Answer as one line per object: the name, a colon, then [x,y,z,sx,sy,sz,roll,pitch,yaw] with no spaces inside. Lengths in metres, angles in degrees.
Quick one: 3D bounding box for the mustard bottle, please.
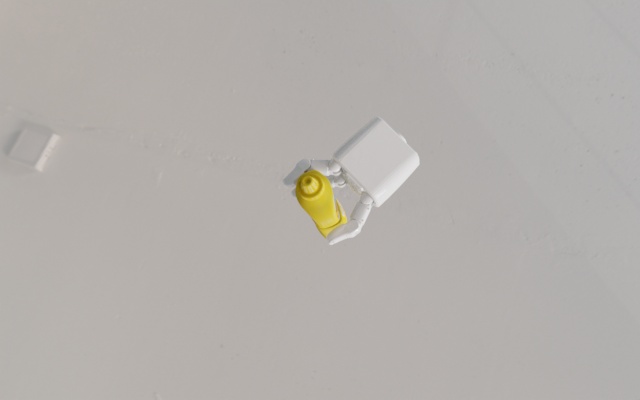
mustard bottle: [0.000,0.003,0.789,0.058,0.096,0.192,-22,-22,4]
